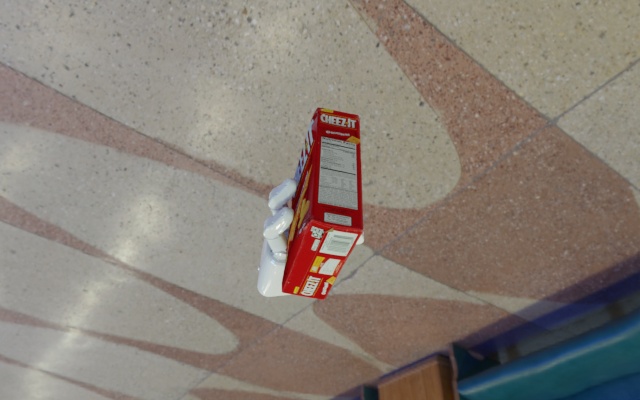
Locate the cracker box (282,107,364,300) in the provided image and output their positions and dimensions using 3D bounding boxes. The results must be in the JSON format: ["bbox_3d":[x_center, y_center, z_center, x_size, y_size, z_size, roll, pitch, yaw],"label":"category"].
[{"bbox_3d":[0.000,0.002,0.663,0.072,0.213,0.164,11,-43,-10],"label":"cracker box"}]
